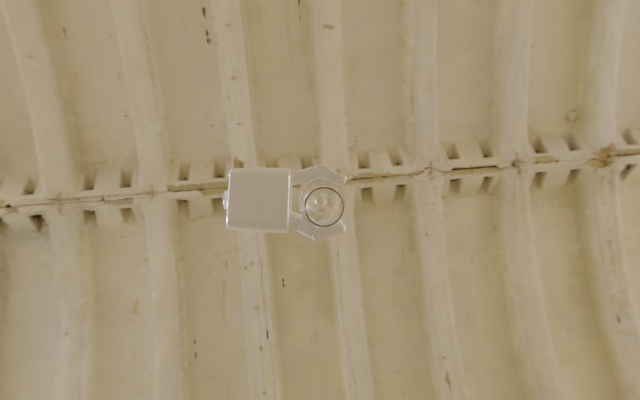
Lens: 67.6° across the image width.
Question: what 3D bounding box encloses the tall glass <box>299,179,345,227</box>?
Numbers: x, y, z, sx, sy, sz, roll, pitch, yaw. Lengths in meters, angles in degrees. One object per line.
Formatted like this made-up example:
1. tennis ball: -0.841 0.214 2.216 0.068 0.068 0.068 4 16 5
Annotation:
1. tall glass: 0.000 0.003 0.836 0.079 0.079 0.201 0 4 -4
